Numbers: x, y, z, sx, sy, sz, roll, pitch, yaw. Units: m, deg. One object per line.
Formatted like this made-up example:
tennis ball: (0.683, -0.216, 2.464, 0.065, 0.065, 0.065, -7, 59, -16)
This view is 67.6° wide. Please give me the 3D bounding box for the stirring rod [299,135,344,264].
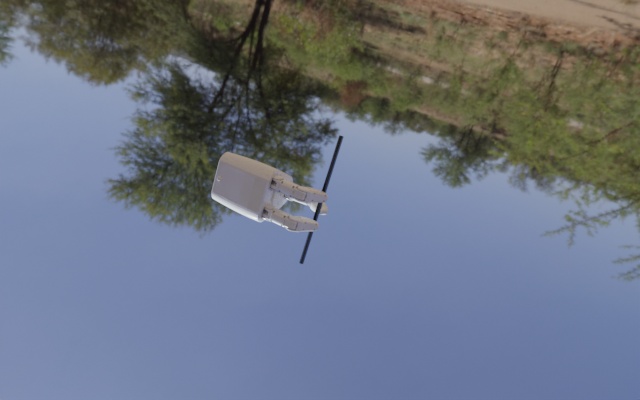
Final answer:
stirring rod: (0.000, 0.003, 0.831, 0.011, 0.239, 0.011, 16, 16, -5)
